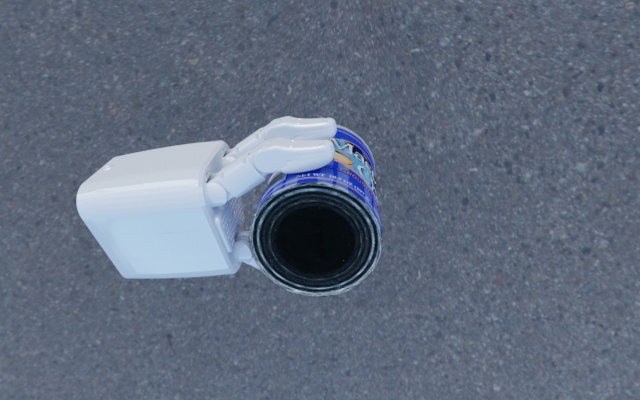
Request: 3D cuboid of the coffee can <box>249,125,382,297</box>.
[{"bbox_3d":[0.000,0.001,0.425,0.103,0.103,0.140,0,27,4],"label":"coffee can"}]
